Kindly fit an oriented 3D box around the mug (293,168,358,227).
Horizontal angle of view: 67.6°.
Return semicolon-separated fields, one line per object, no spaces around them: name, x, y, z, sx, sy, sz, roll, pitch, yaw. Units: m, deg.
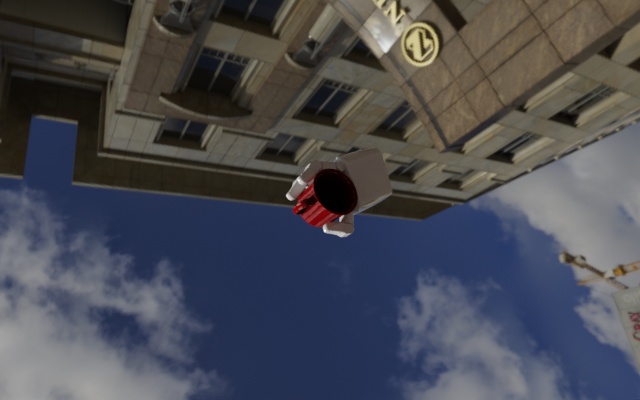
mug;-0.001;0.003;0.884;0.117;0.093;0.081;-20;-12;-37
